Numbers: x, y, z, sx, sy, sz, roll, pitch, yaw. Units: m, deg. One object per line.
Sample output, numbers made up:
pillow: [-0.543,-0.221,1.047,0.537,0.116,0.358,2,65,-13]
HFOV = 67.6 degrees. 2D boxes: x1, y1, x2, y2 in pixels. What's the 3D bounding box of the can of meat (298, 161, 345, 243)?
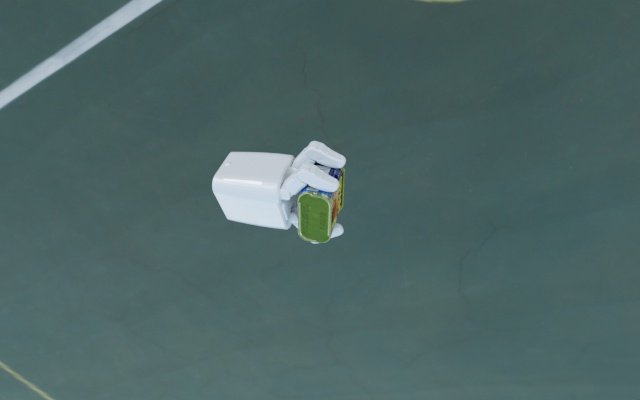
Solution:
can of meat: [0.000,0.003,0.730,0.057,0.102,0.084,9,41,10]
